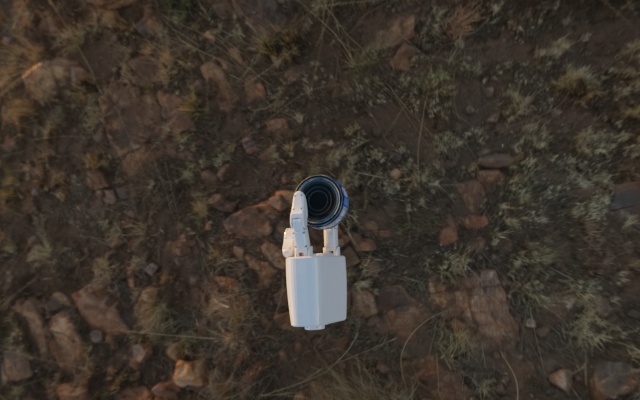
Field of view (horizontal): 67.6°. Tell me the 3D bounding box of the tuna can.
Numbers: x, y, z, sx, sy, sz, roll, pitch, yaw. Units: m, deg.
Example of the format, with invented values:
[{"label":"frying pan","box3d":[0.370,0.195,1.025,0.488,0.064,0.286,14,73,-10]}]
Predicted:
[{"label":"tuna can","box3d":[0.000,0.002,0.760,0.086,0.086,0.034,0,-10,19]}]
